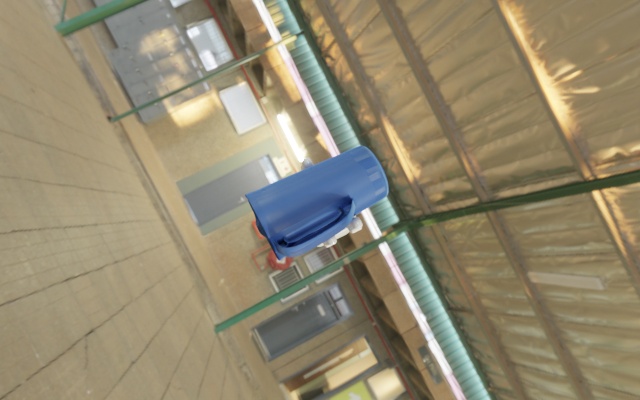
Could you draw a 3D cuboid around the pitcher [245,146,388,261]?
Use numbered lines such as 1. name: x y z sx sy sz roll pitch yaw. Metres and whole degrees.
1. pitcher: 0.000 0.003 0.858 0.243 0.149 0.145 -27 -11 -8
